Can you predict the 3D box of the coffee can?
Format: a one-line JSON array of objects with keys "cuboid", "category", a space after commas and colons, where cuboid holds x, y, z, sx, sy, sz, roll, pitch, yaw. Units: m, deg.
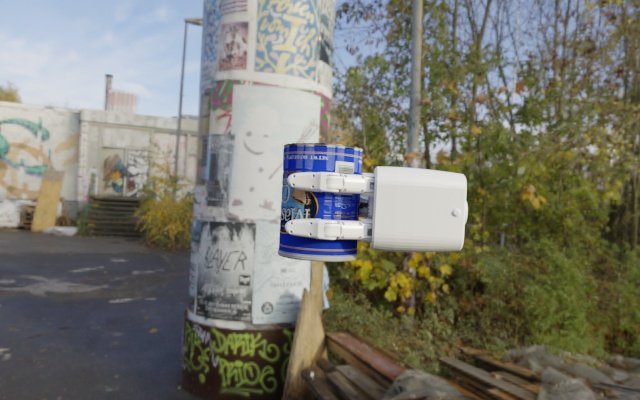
[{"cuboid": [0.000, 0.002, 0.613, 0.103, 0.140, 0.103, 3, 0, 0], "category": "coffee can"}]
